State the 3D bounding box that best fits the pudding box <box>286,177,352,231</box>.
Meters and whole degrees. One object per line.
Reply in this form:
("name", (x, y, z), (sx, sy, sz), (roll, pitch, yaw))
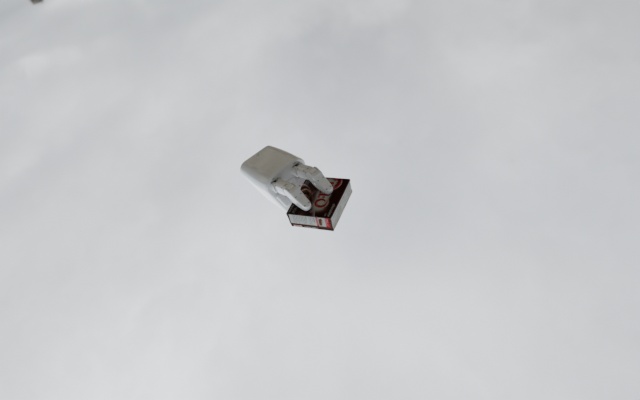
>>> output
("pudding box", (0.000, 0.003, 0.896), (0.090, 0.039, 0.113), (5, 46, 24))
